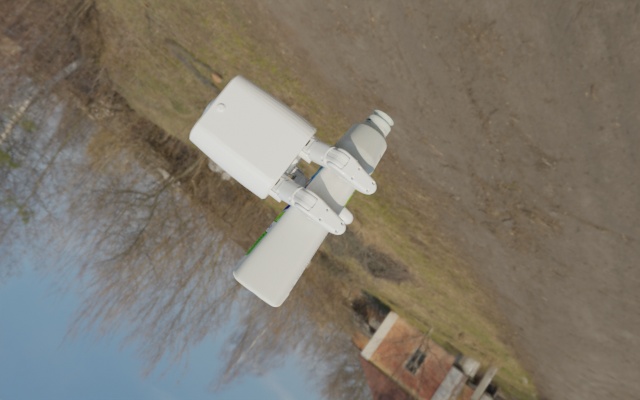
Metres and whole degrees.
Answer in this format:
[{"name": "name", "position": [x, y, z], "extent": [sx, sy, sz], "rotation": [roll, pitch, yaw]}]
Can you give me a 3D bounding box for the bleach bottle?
[{"name": "bleach bottle", "position": [0.000, 0.002, 0.558], "extent": [0.068, 0.251, 0.102], "rotation": [37, -8, -2]}]
